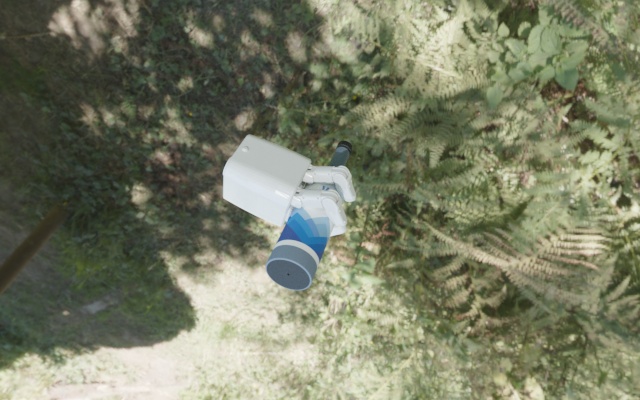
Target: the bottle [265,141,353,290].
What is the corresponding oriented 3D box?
[{"bbox_3d":[0.000,0.003,0.740,0.069,0.069,0.295,0,41,23],"label":"bottle"}]
